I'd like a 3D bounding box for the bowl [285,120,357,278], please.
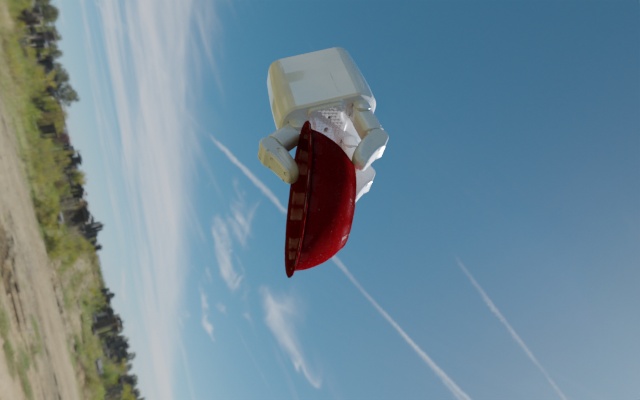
[{"bbox_3d":[0.000,0.003,0.495,0.055,0.162,0.162,7,-1,-8],"label":"bowl"}]
